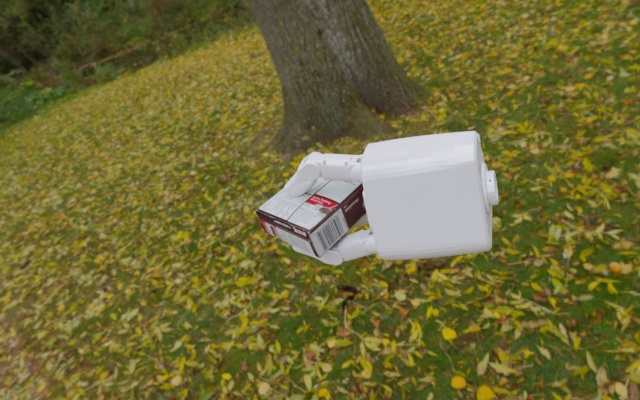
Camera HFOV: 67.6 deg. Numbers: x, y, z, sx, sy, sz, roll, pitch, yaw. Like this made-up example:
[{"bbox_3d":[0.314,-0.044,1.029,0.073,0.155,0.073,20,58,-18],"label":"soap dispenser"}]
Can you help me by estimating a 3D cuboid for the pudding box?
[{"bbox_3d":[0.000,0.002,0.521,0.090,0.039,0.113,19,49,43],"label":"pudding box"}]
